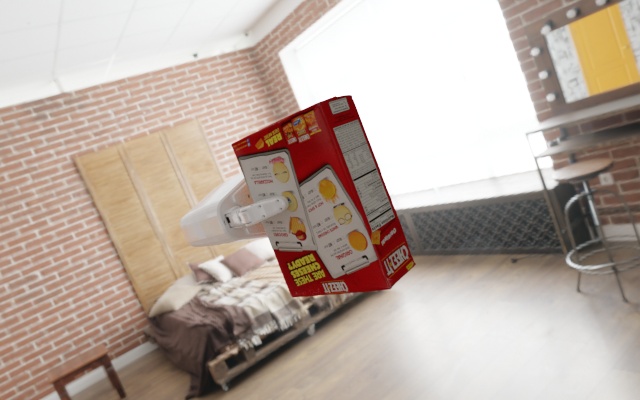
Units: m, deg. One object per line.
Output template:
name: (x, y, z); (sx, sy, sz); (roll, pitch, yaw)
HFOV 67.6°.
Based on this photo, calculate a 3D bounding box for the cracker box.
cracker box: (0.000, 0.002, 0.573); (0.164, 0.214, 0.072); (-15, 9, 44)
